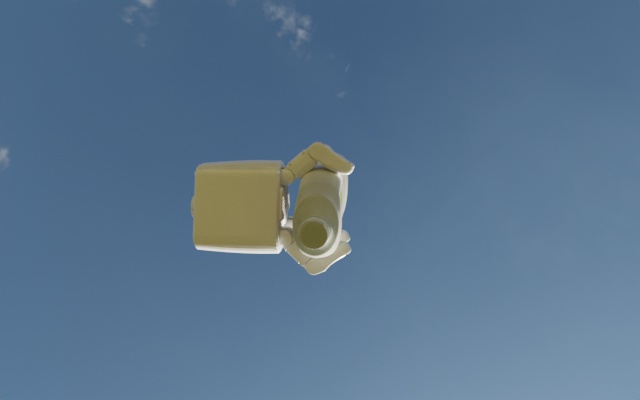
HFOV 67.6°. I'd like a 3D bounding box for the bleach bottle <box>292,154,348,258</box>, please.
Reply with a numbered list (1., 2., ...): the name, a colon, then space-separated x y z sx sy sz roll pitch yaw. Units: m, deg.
1. bleach bottle: 0.000 0.002 0.592 0.068 0.102 0.250 1 11 3
